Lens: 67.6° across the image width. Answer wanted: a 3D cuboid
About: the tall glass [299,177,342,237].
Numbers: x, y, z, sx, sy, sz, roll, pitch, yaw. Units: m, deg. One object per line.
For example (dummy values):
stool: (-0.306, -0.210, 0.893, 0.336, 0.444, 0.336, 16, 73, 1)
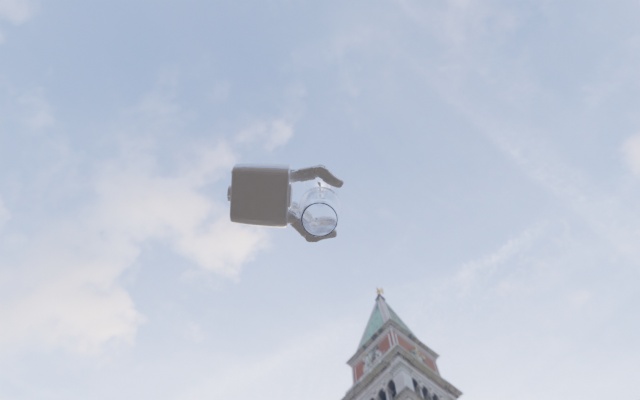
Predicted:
tall glass: (0.000, 0.003, 0.895, 0.079, 0.079, 0.201, 0, 17, 1)
